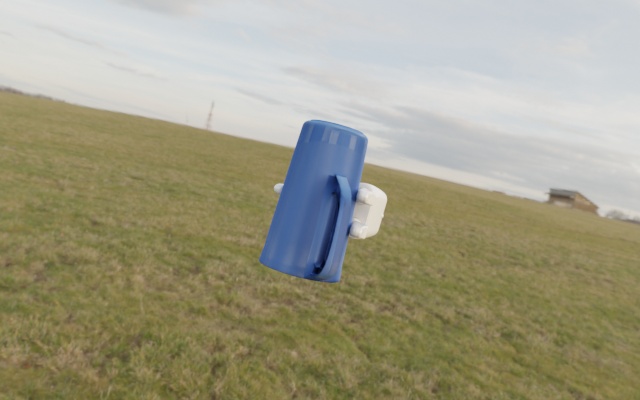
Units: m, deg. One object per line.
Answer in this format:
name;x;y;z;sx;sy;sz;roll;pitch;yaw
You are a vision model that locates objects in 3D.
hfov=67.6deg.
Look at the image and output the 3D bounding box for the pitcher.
pitcher;0.000;0.002;0.752;0.149;0.243;0.145;15;2;22
